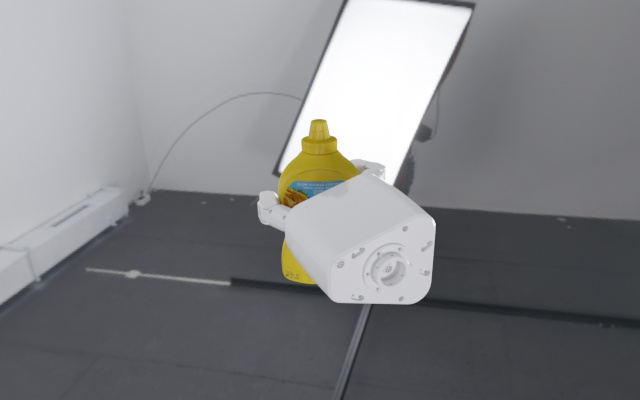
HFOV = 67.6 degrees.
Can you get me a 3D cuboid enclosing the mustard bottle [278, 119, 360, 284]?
[{"bbox_3d":[0.000,0.002,0.552,0.096,0.192,0.058,0,23,3],"label":"mustard bottle"}]
